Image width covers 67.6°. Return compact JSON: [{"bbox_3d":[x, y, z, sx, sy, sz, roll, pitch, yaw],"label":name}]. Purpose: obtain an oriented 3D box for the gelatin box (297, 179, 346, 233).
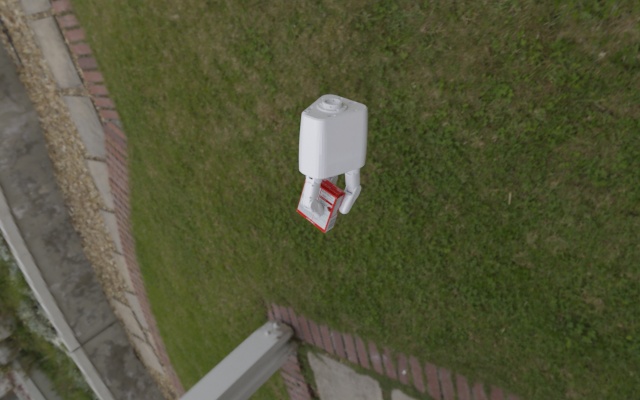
[{"bbox_3d":[0.000,0.003,0.873,0.073,0.089,0.030,36,41,23],"label":"gelatin box"}]
